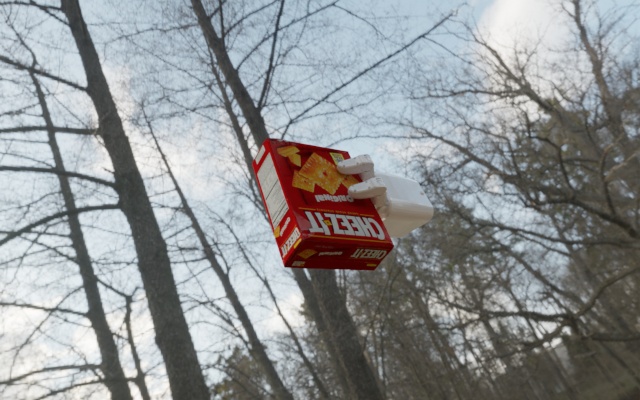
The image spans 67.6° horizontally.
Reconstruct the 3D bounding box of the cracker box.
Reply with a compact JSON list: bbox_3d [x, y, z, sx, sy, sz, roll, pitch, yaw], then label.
[{"bbox_3d":[0.000,0.002,0.749,0.164,0.213,0.072,7,-46,-32],"label":"cracker box"}]
